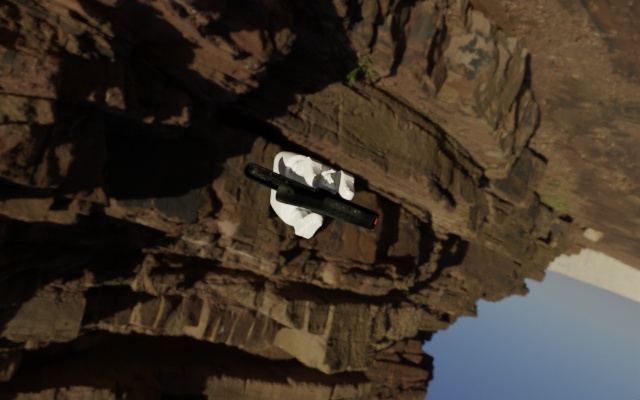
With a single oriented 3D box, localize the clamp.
[{"bbox_3d":[0.000,0.003,0.677,0.210,0.036,0.164,21,6,-21],"label":"clamp"}]
